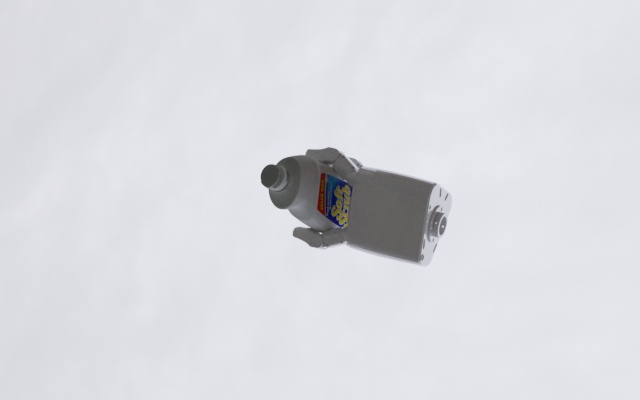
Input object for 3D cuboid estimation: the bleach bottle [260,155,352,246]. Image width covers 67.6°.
[{"bbox_3d":[0.000,0.002,0.673,0.068,0.102,0.251,15,-3,33],"label":"bleach bottle"}]
